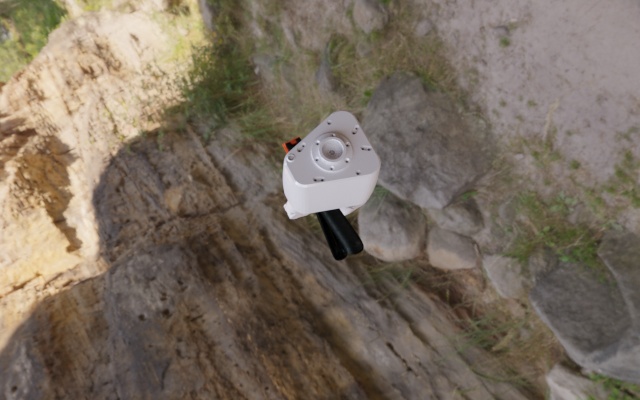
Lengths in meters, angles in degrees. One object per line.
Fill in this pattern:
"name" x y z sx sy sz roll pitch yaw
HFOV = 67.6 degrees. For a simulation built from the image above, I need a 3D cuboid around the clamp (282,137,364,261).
"clamp" -0.001 0.002 0.741 0.036 0.210 0.165 -26 -14 -11
